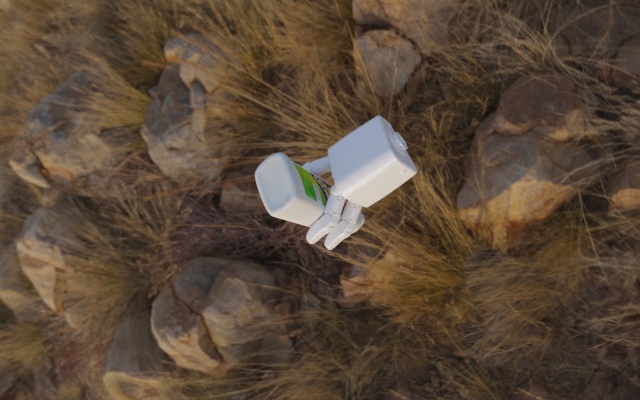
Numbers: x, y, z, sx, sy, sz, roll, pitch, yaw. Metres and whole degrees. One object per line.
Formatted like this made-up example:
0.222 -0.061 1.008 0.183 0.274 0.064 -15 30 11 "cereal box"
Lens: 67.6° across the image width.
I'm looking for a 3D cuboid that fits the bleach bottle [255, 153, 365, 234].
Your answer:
0.000 0.003 0.826 0.068 0.102 0.251 -34 -30 23 "bleach bottle"
